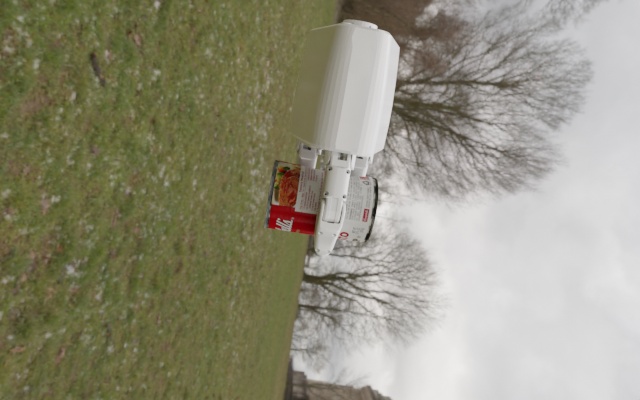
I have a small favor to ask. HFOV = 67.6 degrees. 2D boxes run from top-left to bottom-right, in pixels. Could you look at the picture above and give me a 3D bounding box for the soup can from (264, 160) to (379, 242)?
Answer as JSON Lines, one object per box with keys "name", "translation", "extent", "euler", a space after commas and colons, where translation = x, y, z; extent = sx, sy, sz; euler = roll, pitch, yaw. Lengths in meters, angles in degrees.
{"name": "soup can", "translation": [0.000, 0.002, 0.473], "extent": [0.102, 0.068, 0.068], "euler": [9, -1, -4]}
